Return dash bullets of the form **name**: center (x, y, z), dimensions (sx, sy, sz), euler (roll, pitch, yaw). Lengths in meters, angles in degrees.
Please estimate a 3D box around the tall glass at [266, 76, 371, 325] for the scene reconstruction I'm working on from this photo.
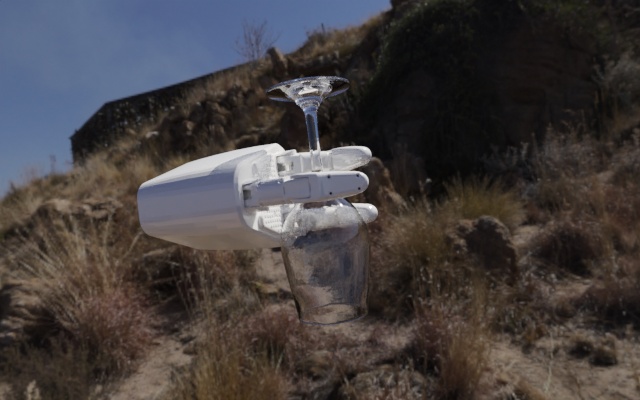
- **tall glass**: center (0.000, 0.001, 0.417), dimensions (0.079, 0.201, 0.079), euler (-7, 0, 0)
